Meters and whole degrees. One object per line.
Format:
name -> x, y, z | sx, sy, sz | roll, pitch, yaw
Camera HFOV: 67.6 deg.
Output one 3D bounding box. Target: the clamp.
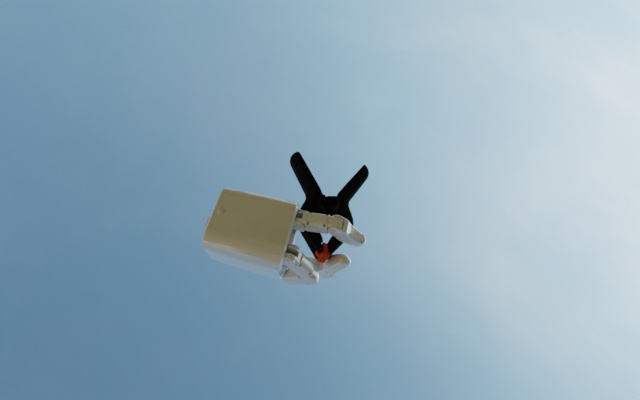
clamp -> 0.000, 0.003, 0.685 | 0.120, 0.171, 0.039 | 14, -35, 1
